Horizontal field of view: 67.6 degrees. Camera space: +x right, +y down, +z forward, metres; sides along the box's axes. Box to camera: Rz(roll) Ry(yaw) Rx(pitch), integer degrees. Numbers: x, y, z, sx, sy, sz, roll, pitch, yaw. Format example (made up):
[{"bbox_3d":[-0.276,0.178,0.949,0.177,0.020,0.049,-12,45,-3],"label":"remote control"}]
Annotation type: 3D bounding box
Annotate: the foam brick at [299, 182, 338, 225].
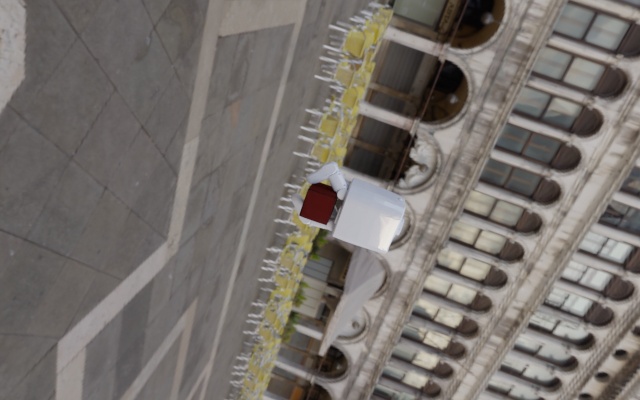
[{"bbox_3d":[0.000,0.003,0.849,0.051,0.053,0.078,20,16,4],"label":"foam brick"}]
